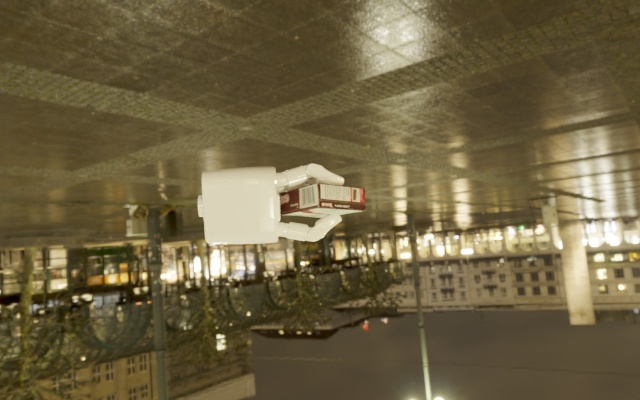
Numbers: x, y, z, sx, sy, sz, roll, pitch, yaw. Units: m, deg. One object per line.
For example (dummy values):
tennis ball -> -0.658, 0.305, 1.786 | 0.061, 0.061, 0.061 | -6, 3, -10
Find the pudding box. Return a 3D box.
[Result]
pudding box -> 0.000, 0.003, 0.732 | 0.090, 0.039, 0.113 | 4, -8, -35
